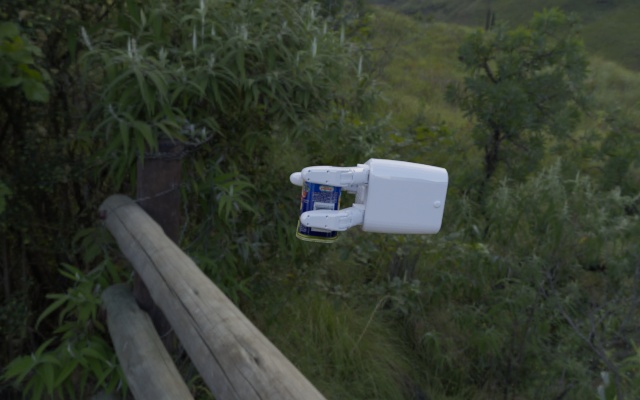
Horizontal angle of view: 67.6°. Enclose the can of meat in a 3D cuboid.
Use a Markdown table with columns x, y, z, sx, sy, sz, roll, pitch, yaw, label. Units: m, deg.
| x | y | z | sx | sy | sz | roll | pitch | yaw | label |
| --- | --- | --- | --- | --- | --- | --- | --- | --- | --- |
| 0.000 | 0.002 | 0.658 | 0.057 | 0.084 | 0.102 | 6 | 13 | -1 | can of meat |
